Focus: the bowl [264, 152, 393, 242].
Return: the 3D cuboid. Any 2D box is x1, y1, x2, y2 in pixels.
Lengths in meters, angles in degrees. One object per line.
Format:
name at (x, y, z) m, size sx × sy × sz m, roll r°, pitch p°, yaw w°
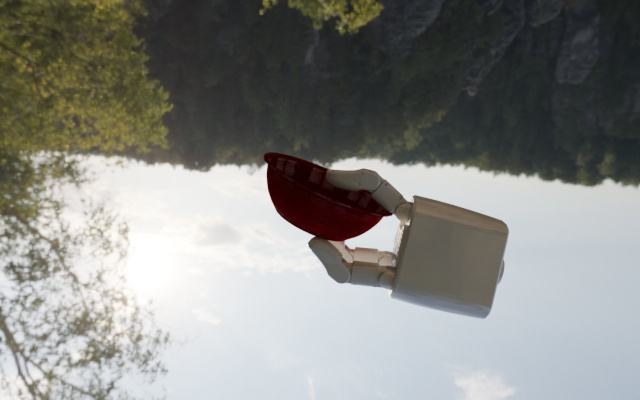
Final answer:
bowl at (-0.001, 0.002, 0.552) m, size 0.162 × 0.055 × 0.162 m, roll 23°, pitch 13°, yaw -6°
